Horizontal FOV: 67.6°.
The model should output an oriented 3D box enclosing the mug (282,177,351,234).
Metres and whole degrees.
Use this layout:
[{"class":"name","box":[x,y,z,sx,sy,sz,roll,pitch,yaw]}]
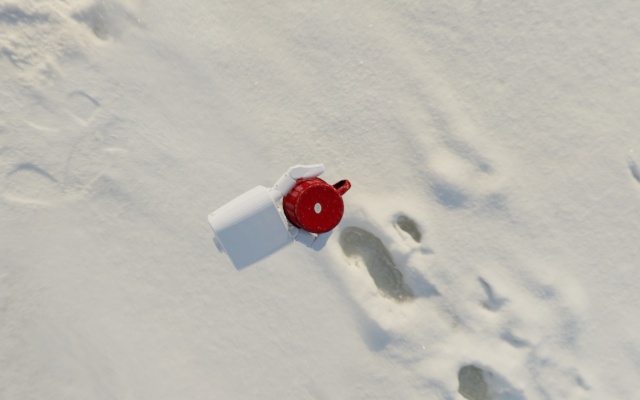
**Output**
[{"class":"mug","box":[0.001,0.002,0.775,0.117,0.093,0.081,-31,12,-9]}]
